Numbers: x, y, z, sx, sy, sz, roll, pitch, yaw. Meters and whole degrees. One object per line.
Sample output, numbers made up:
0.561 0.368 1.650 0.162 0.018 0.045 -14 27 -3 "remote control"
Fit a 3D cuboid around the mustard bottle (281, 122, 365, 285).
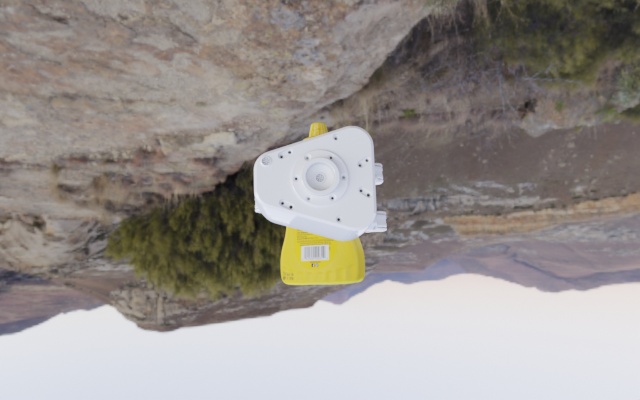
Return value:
0.000 0.002 0.566 0.096 0.191 0.058 -5 -8 20 "mustard bottle"
